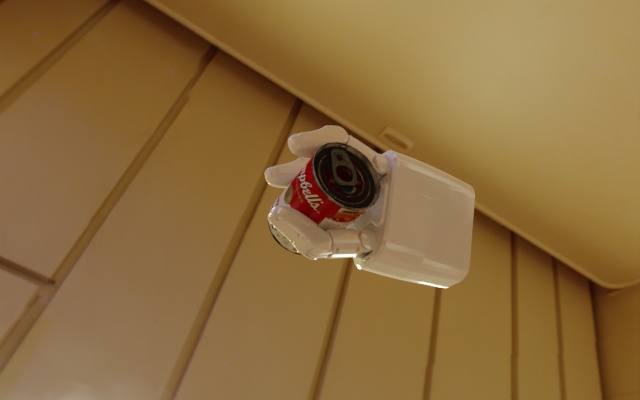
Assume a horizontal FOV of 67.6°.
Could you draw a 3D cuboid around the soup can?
[{"bbox_3d":[-0.001,0.002,0.449,0.068,0.068,0.102,0,-28,-32],"label":"soup can"}]
